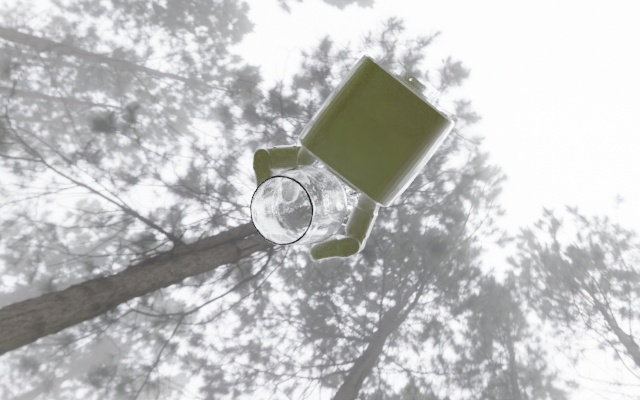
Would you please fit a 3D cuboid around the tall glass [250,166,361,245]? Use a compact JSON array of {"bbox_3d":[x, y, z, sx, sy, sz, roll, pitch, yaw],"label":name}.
[{"bbox_3d":[0.000,0.002,0.509,0.079,0.079,0.201,0,4,21],"label":"tall glass"}]
